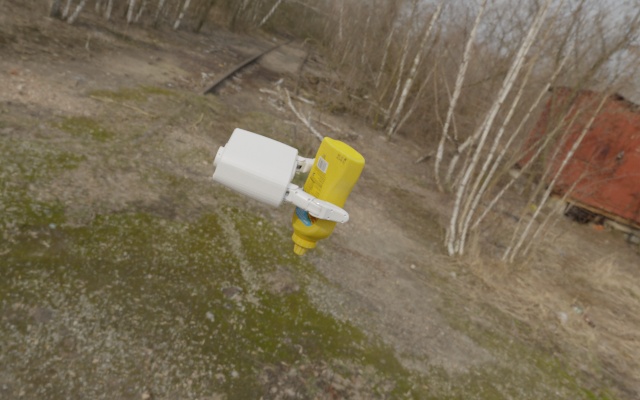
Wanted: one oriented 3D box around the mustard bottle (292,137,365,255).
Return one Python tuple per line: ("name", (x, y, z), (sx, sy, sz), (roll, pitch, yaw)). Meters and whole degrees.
("mustard bottle", (0.001, 0.002, 0.759), (0.058, 0.192, 0.096), (13, 20, -32))
